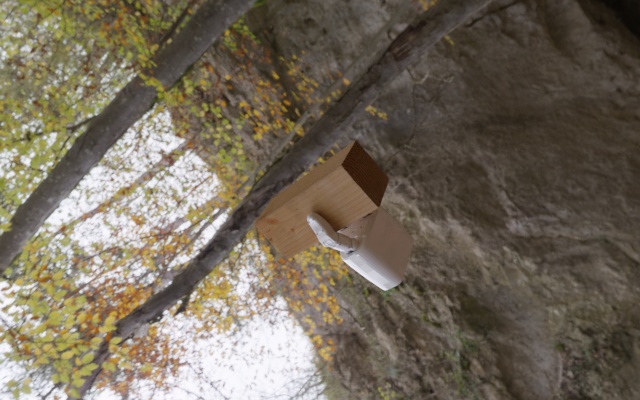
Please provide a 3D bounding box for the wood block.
[{"bbox_3d":[0.000,0.003,0.793,0.206,0.090,0.090,-33,17,34],"label":"wood block"}]
